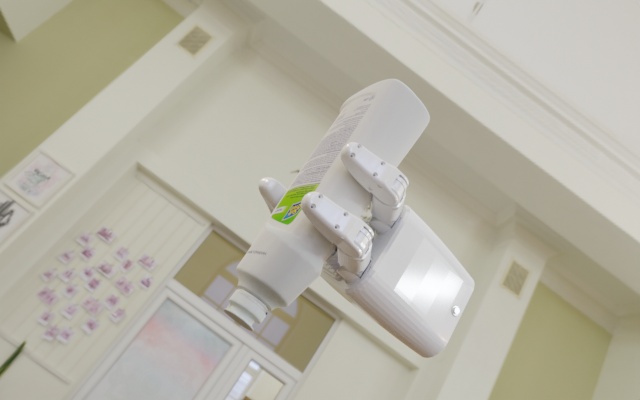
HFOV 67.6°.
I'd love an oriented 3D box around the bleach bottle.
[{"bbox_3d":[0.000,0.001,0.425,0.068,0.250,0.102,44,-26,-16],"label":"bleach bottle"}]
